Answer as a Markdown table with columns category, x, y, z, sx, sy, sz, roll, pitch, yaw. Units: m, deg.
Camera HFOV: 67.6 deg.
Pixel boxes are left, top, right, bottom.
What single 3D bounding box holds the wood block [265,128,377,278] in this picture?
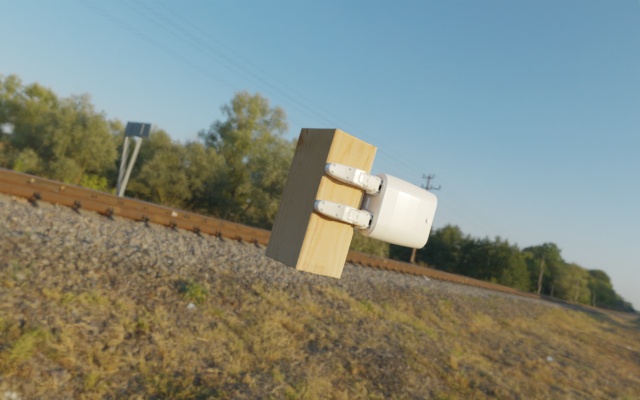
| category | x | y | z | sx | sy | sz | roll | pitch | yaw |
| --- | --- | --- | --- | --- | --- | --- | --- | --- | --- |
| wood block | 0.000 | 0.002 | 0.729 | 0.090 | 0.206 | 0.091 | 18 | -4 | -38 |
